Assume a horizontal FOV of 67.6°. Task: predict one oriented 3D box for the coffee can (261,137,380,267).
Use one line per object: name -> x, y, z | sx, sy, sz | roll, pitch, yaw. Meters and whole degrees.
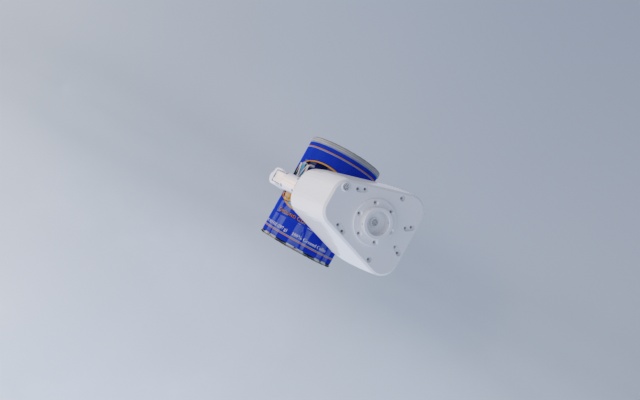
coffee can -> 0.000, 0.002, 0.631 | 0.103, 0.140, 0.103 | 29, -3, 2
